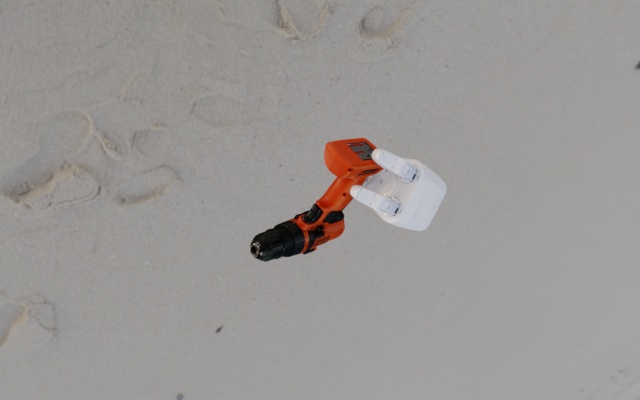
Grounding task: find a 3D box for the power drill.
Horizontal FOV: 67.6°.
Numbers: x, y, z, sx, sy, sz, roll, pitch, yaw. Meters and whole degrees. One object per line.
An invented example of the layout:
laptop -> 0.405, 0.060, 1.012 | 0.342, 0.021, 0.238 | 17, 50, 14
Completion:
power drill -> 0.001, 0.002, 0.665 | 0.184, 0.057, 0.188 | -17, -31, -51
